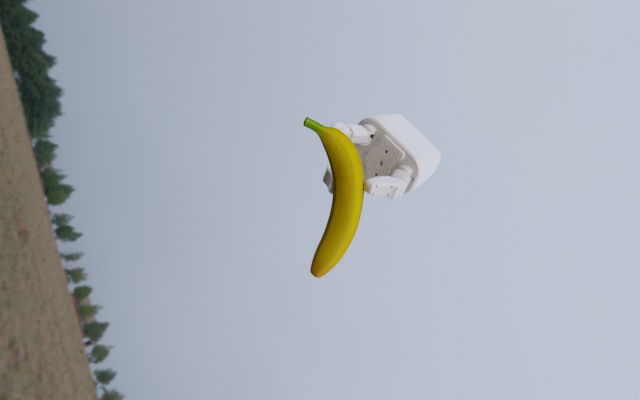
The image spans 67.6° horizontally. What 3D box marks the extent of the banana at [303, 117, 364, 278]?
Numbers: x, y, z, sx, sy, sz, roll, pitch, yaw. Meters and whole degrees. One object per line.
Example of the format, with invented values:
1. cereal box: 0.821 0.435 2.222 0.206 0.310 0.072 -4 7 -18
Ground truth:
1. banana: 0.019 -0.002 0.577 0.069 0.198 0.037 -2 12 3
